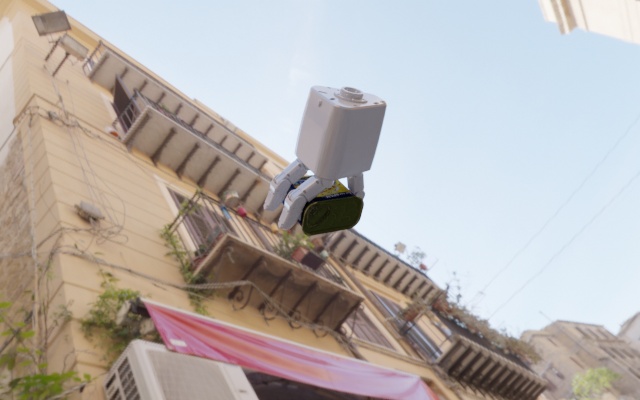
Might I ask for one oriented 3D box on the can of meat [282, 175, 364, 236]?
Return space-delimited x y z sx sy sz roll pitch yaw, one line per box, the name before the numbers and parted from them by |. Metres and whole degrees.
can of meat | 0.000 0.002 0.727 0.102 0.057 0.084 -8 35 -29
